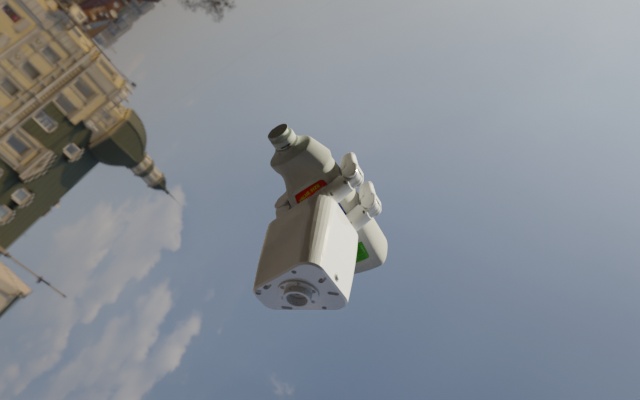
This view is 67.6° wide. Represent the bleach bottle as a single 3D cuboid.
[{"bbox_3d":[0.000,0.002,0.657,0.102,0.068,0.251,-17,-52,25],"label":"bleach bottle"}]
